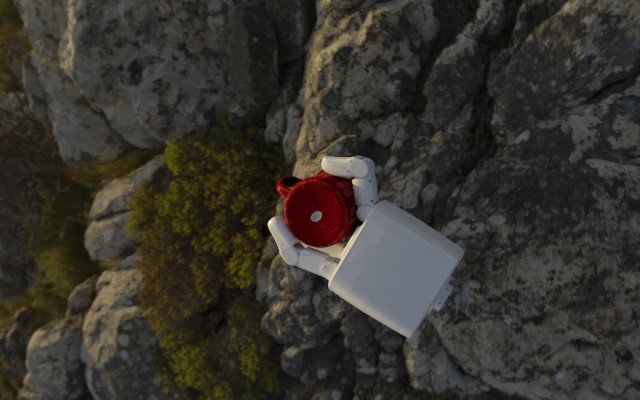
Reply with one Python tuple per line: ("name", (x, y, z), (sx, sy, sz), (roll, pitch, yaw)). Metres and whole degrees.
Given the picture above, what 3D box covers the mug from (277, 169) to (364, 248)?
("mug", (-0.001, 0.001, 0.568), (0.117, 0.093, 0.081), (30, 21, 16))
